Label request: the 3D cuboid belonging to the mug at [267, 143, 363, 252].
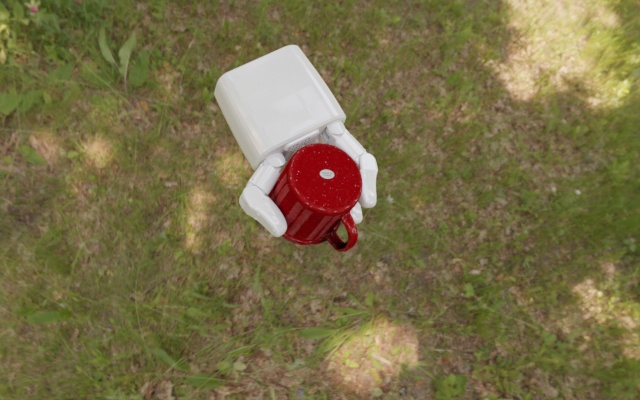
[{"bbox_3d":[0.001,0.003,0.507,0.093,0.117,0.081,-26,-12,-28],"label":"mug"}]
